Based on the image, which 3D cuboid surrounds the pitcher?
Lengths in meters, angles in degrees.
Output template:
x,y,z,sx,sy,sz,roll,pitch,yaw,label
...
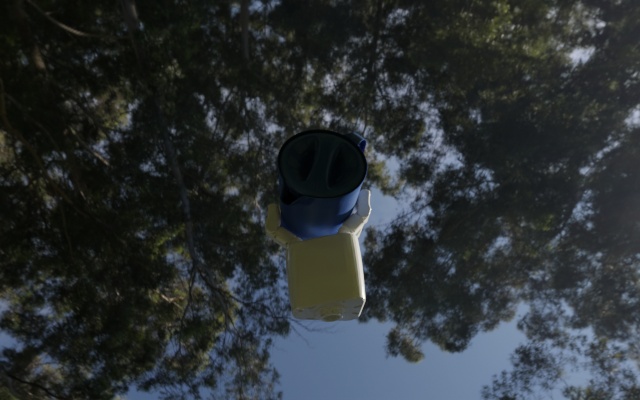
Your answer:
x,y,z,sx,sy,sz,roll,pitch,yaw,label
0.000,0.003,0.798,0.149,0.145,0.243,-2,-34,-8,pitcher
